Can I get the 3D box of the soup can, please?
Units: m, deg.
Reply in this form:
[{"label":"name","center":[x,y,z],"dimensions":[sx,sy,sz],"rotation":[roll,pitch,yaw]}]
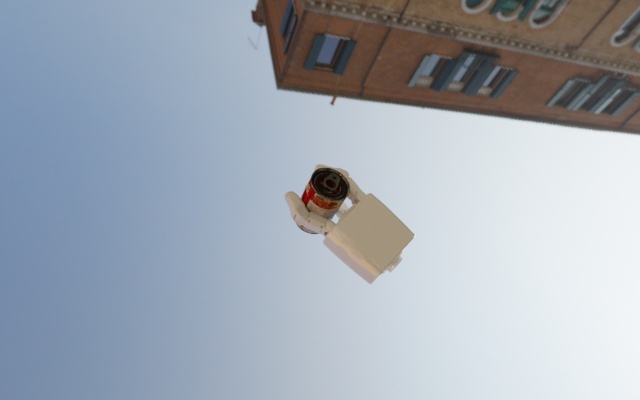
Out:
[{"label":"soup can","center":[0.000,0.003,0.804],"dimensions":[0.068,0.068,0.102],"rotation":[0,-36,-24]}]
